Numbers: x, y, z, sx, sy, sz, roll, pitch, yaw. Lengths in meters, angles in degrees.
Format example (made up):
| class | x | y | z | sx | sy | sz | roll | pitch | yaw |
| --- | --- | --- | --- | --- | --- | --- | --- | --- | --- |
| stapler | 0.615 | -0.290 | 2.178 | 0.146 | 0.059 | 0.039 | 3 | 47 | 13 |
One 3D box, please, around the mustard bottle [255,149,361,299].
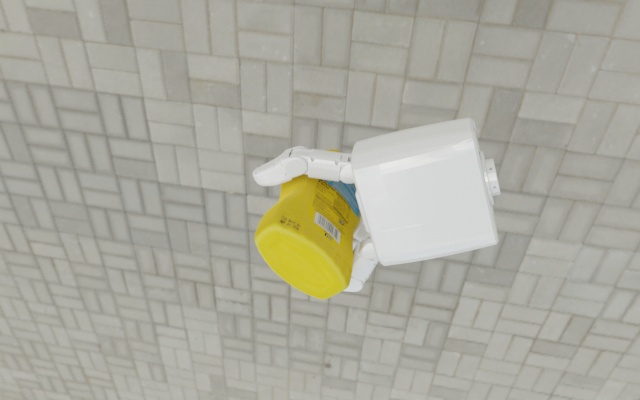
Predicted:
| class | x | y | z | sx | sy | sz | roll | pitch | yaw |
| --- | --- | --- | --- | --- | --- | --- | --- | --- | --- |
| mustard bottle | 0.000 | 0.002 | 0.490 | 0.058 | 0.096 | 0.191 | -36 | 22 | 32 |
